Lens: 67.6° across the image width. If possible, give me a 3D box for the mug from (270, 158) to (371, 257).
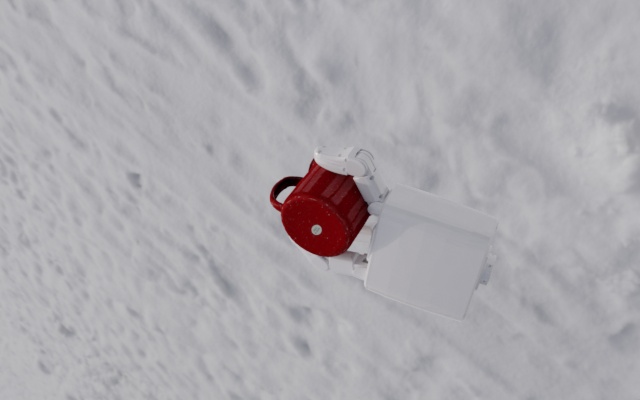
[{"bbox_3d":[-0.001,0.001,0.508,0.117,0.093,0.081,17,43,20],"label":"mug"}]
